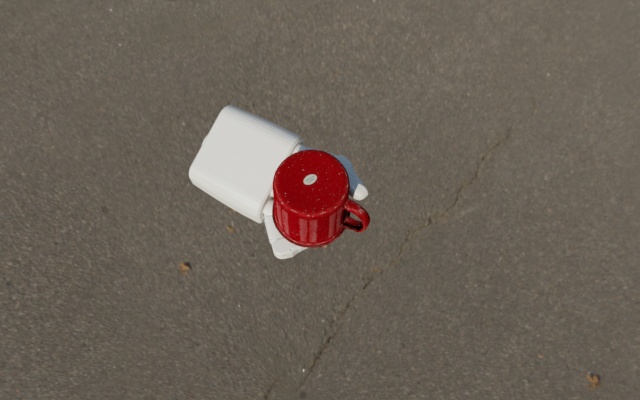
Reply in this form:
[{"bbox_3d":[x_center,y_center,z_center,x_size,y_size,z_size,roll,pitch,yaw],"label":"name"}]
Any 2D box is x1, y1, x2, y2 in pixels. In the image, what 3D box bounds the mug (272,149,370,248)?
[{"bbox_3d":[0.001,0.002,0.527,0.117,0.093,0.081,27,-21,10],"label":"mug"}]
